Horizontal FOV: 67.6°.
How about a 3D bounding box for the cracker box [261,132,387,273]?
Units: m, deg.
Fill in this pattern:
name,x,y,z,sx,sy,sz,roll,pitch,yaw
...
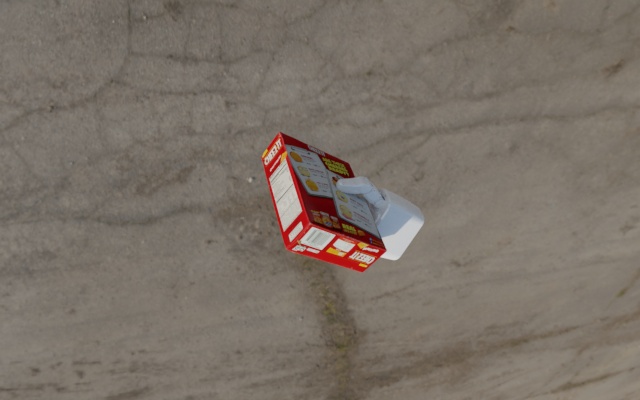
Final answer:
name,x,y,z,sx,sy,sz,roll,pitch,yaw
cracker box,0.000,0.003,0.788,0.164,0.213,0.072,21,-56,-36
